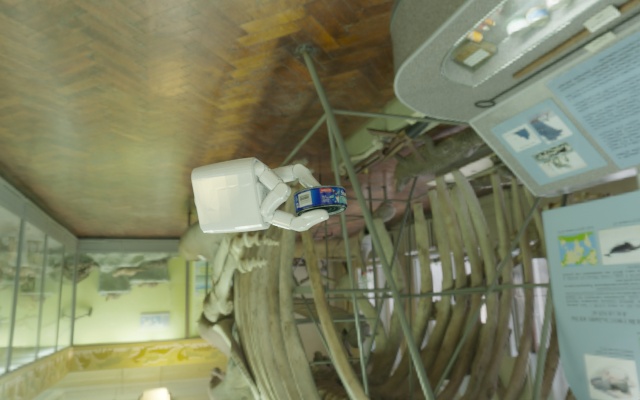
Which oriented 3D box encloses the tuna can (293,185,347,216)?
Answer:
[{"bbox_3d":[0.000,0.003,0.776,0.086,0.033,0.086,-7,-13,-2],"label":"tuna can"}]
